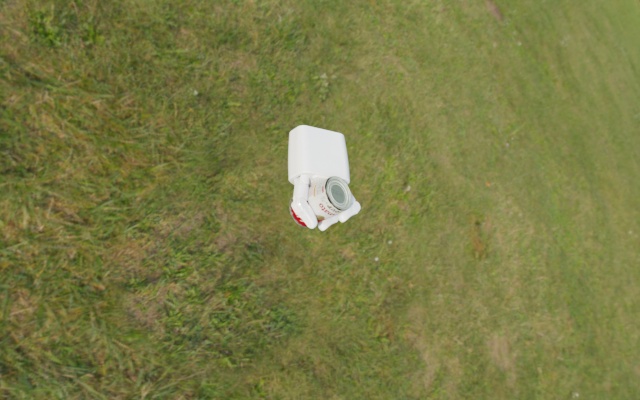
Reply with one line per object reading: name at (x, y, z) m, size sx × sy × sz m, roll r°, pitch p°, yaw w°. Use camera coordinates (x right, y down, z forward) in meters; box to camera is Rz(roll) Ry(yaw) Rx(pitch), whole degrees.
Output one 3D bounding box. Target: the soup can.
soup can at (0.000, 0.003, 0.891) m, size 0.068 × 0.068 × 0.102 m, roll 0°, pitch -19°, yaw -46°
